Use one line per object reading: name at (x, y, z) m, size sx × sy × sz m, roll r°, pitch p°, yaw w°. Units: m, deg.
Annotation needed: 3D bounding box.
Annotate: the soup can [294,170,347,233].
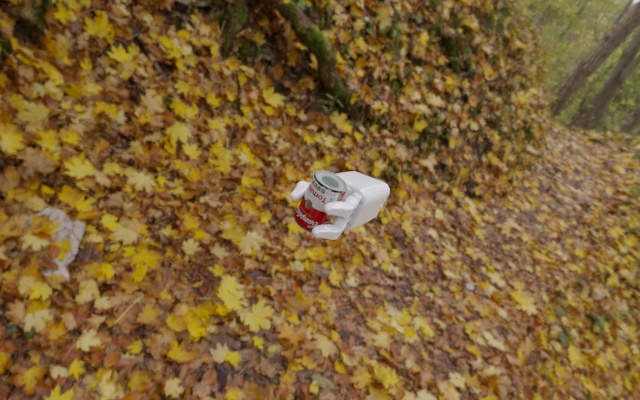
soup can at (0.000, 0.003, 0.896) m, size 0.068 × 0.102 × 0.068 m, roll 20°, pitch 30°, yaw -12°
